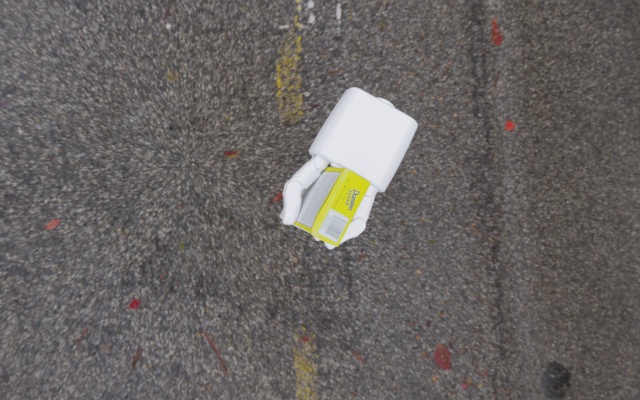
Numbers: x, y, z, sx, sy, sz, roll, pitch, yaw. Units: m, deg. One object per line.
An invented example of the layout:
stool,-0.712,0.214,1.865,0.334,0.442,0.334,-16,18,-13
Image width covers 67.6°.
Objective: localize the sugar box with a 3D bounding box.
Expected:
sugar box,0.001,0.002,0.660,0.048,0.093,0.176,30,-4,-15
